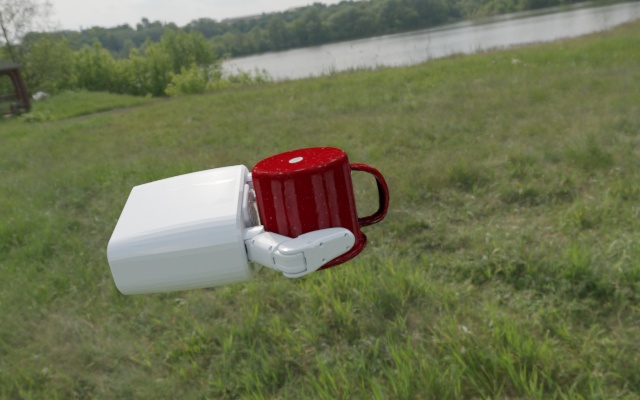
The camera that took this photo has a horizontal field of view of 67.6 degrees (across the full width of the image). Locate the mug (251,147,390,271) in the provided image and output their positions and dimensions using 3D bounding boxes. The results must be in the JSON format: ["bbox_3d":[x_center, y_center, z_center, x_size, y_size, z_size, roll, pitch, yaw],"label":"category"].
[{"bbox_3d":[0.001,0.001,0.403,0.117,0.081,0.093,-9,18,0],"label":"mug"}]
